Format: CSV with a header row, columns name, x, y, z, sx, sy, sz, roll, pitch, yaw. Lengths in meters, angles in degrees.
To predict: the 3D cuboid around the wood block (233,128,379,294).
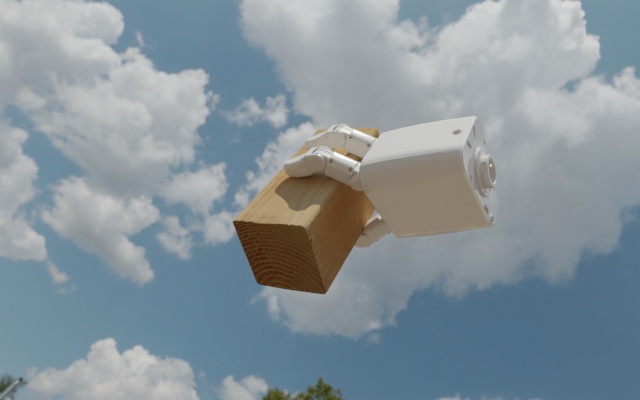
name,x,y,z,sx,sy,sz,roll,pitch,yaw
wood block,0.001,0.002,0.559,0.090,0.091,0.206,2,35,29
